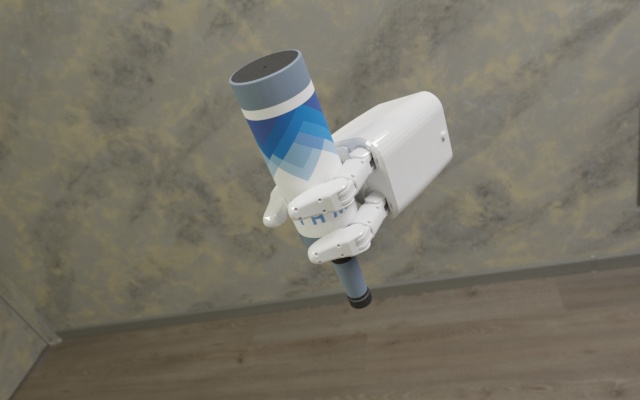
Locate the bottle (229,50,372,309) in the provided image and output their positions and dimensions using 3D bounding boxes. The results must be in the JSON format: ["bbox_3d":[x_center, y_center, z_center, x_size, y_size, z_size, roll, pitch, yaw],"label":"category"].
[{"bbox_3d":[0.000,0.001,0.483,0.069,0.296,0.069,-16,32,10],"label":"bottle"}]
